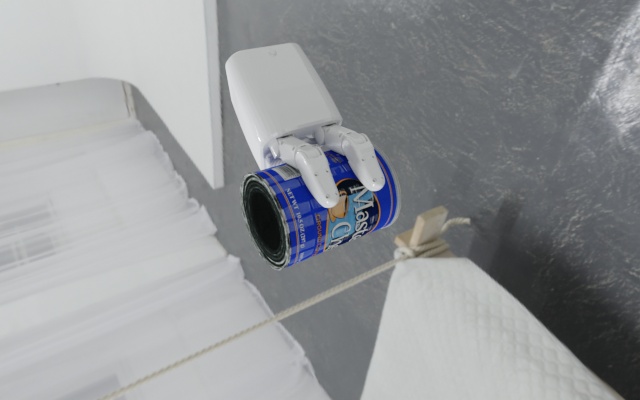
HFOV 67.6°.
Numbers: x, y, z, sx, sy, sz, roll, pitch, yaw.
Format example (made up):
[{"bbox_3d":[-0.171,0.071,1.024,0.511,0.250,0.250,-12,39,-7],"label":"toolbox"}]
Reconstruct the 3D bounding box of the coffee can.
[{"bbox_3d":[0.000,0.002,0.508,0.140,0.103,0.103,-19,9,-28],"label":"coffee can"}]
